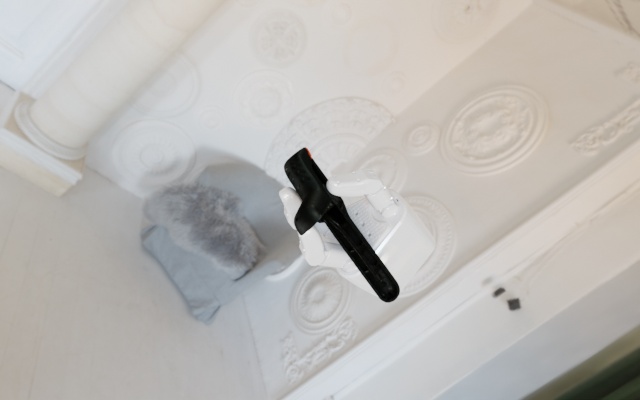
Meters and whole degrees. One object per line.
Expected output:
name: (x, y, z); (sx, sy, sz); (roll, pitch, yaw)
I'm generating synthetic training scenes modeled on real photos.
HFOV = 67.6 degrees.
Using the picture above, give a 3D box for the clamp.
clamp: (0.001, 0.001, 0.512); (0.036, 0.209, 0.165); (-38, -43, 10)
